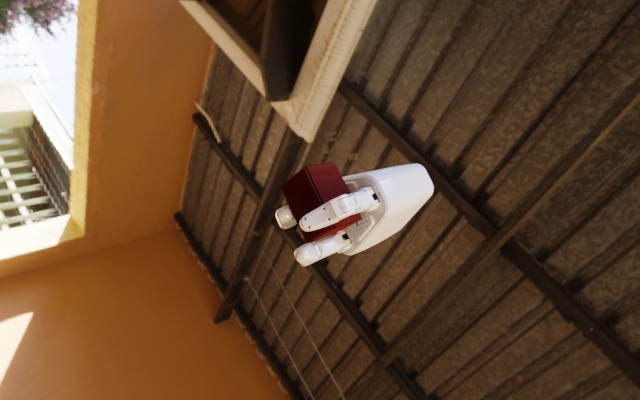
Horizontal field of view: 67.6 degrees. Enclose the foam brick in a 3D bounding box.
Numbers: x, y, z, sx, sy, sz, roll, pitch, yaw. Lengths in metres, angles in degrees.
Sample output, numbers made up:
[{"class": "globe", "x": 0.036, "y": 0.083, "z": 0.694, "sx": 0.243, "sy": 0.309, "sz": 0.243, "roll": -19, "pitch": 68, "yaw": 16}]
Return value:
[{"class": "foam brick", "x": 0.000, "y": 0.002, "z": 0.560, "sx": 0.051, "sy": 0.078, "sz": 0.053, "roll": -17, "pitch": -11, "yaw": -45}]
